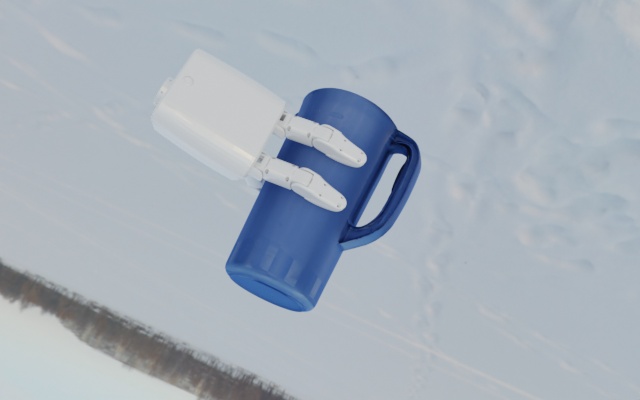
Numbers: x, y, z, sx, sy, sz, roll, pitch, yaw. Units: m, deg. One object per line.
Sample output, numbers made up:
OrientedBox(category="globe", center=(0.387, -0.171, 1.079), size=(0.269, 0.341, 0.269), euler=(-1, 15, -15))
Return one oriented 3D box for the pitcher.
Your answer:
OrientedBox(category="pitcher", center=(0.000, 0.002, 0.553), size=(0.145, 0.242, 0.149), euler=(33, -23, -17))
